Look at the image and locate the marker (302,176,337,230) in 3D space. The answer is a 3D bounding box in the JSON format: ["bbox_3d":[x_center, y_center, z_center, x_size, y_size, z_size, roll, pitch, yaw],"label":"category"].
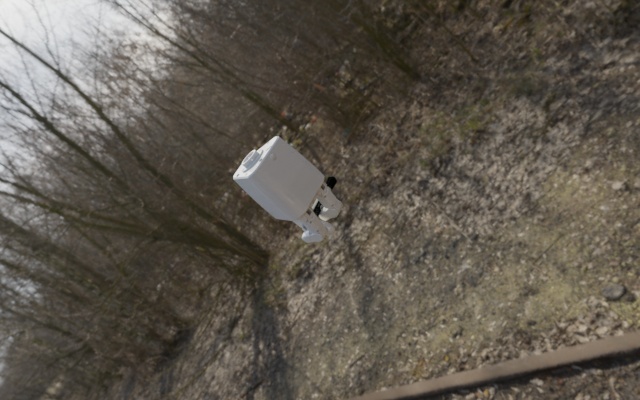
[{"bbox_3d":[0.000,0.003,0.853,0.020,0.121,0.020,20,-33,14],"label":"marker"}]
